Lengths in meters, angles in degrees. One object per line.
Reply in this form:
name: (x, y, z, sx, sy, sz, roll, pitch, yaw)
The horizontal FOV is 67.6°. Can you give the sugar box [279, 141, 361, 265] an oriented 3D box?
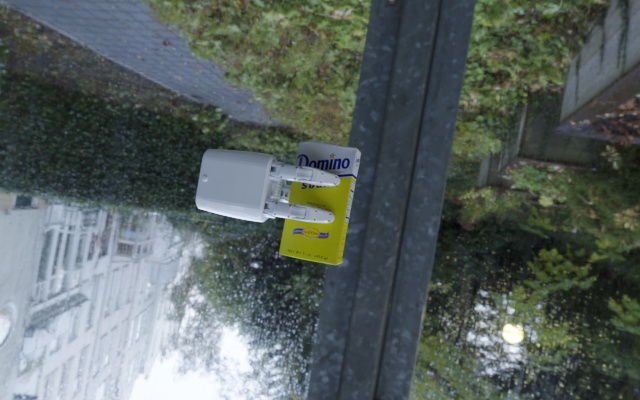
sugar box: (0.000, 0.002, 0.722, 0.093, 0.176, 0.048, 9, -1, 14)
